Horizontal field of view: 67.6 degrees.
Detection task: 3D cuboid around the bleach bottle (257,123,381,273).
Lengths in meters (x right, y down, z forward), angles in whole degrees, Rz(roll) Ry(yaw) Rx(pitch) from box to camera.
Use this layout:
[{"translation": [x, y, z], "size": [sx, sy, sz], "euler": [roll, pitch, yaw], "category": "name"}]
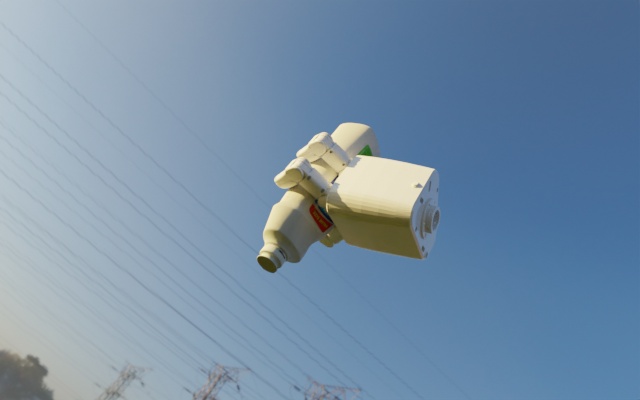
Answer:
[{"translation": [0.000, 0.002, 0.634], "size": [0.068, 0.103, 0.250], "euler": [11, 45, 30], "category": "bleach bottle"}]
